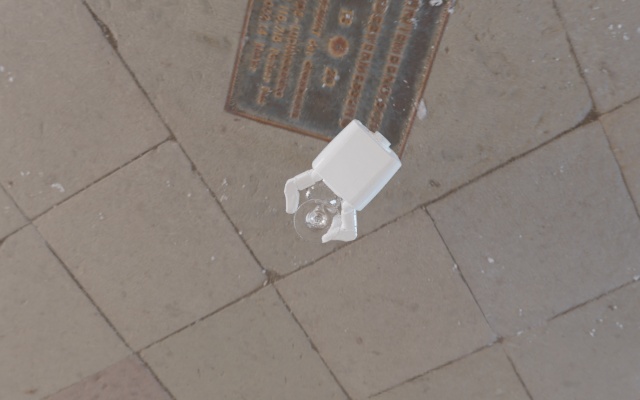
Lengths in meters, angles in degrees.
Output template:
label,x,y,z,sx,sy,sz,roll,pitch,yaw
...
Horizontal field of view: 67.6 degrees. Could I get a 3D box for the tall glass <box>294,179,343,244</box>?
label,x,y,z,sx,sy,sz,roll,pitch,yaw
tall glass,0.000,0.003,0.837,0.079,0.079,0.201,0,17,2
